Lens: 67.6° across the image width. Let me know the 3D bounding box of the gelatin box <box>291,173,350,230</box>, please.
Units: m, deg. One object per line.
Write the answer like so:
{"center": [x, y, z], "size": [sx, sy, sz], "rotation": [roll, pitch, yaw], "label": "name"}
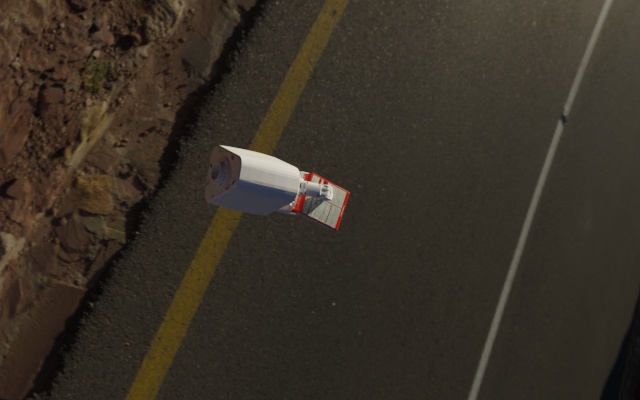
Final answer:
{"center": [0.001, 0.003, 0.826], "size": [0.089, 0.073, 0.030], "rotation": [27, -16, -31], "label": "gelatin box"}
